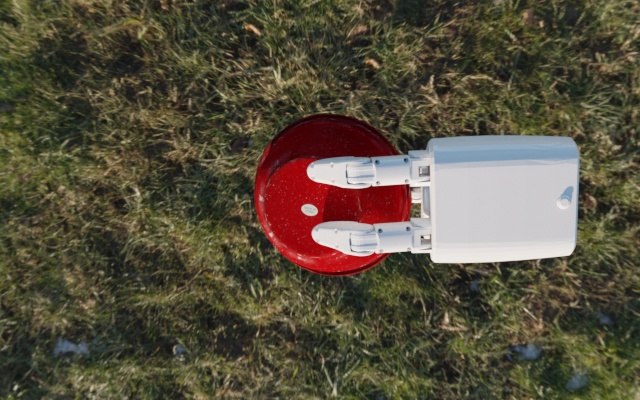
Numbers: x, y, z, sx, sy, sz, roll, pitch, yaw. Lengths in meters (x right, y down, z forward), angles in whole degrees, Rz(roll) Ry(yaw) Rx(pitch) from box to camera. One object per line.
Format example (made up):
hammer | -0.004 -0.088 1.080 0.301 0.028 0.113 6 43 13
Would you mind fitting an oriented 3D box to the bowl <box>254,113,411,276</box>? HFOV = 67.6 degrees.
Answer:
bowl | -0.001 0.002 0.444 0.162 0.162 0.055 0 11 19
